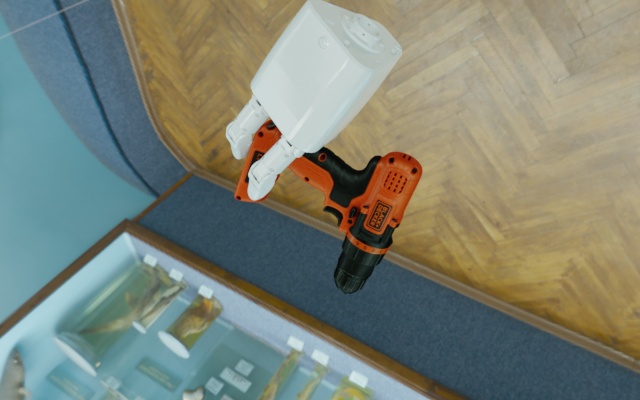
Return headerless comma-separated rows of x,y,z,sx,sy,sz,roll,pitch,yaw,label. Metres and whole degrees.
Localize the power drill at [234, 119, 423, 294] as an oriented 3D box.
0.000,0.001,0.549,0.187,0.184,0.057,25,23,5,power drill
